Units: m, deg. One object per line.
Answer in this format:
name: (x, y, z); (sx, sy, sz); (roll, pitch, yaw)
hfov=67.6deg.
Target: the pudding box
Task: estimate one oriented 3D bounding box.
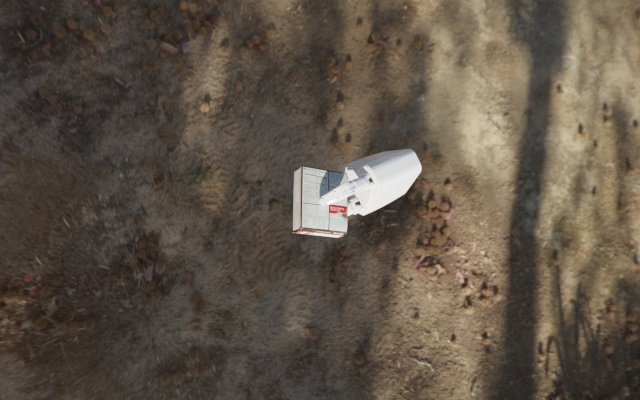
pudding box: (0.000, 0.003, 0.815); (0.090, 0.113, 0.039); (8, -18, -23)
